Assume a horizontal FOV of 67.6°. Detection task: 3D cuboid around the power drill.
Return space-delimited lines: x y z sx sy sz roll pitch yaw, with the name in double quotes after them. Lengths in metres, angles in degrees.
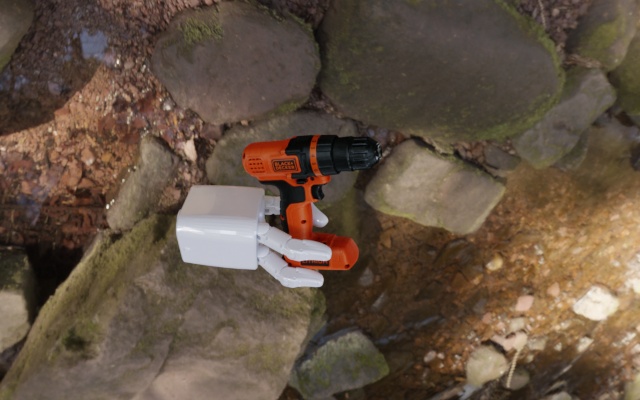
0.000 0.003 0.636 0.184 0.188 0.057 0 28 23 "power drill"
